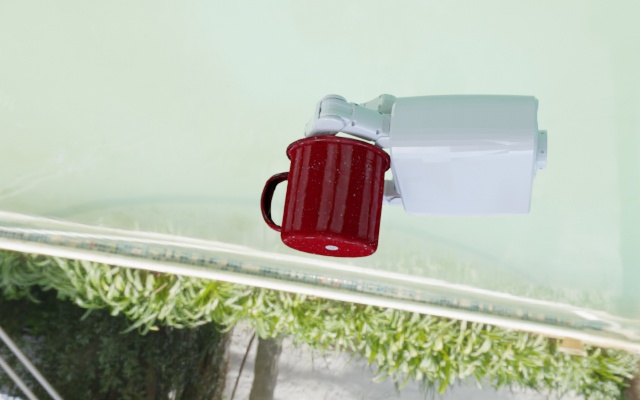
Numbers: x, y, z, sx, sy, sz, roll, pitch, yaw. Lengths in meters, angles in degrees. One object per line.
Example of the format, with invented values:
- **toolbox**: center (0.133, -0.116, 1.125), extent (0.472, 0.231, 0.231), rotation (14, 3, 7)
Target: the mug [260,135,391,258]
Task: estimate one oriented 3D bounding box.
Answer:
- **mug**: center (-0.001, 0.002, 0.407), extent (0.117, 0.081, 0.093), rotation (0, -17, 22)
